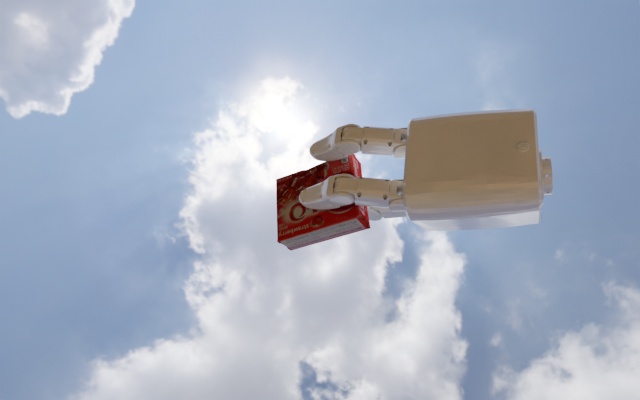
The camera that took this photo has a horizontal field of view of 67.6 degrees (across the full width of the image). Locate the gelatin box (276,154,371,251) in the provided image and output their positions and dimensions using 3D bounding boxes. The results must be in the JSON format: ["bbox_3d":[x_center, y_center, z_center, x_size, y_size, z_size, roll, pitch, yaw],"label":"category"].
[{"bbox_3d":[0.000,0.002,0.469,0.089,0.073,0.030,-18,-33,21],"label":"gelatin box"}]
